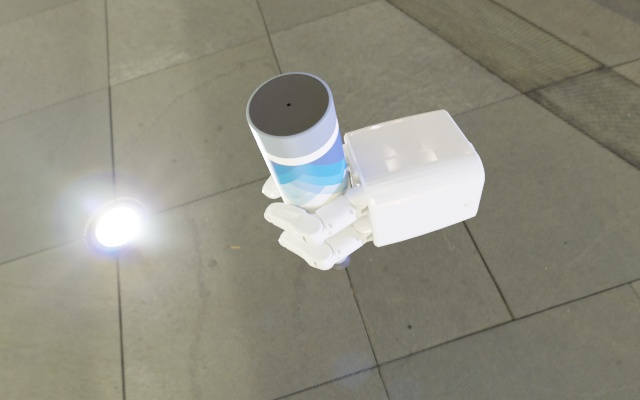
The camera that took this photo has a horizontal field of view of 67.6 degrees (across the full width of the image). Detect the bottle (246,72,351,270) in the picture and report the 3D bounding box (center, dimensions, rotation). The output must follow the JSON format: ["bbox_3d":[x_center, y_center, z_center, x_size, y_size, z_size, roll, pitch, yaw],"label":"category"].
[{"bbox_3d":[0.000,0.001,0.483,0.069,0.069,0.296,0,-30,11],"label":"bottle"}]
